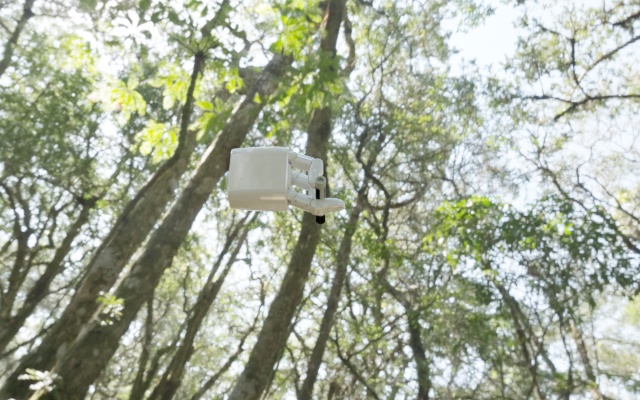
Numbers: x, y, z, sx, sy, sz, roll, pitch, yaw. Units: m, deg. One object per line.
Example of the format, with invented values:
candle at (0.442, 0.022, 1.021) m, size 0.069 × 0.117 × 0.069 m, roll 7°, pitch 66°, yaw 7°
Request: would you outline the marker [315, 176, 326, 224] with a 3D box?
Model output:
marker at (0.000, 0.003, 0.856) m, size 0.020 × 0.020 × 0.121 m, roll 0°, pitch -39°, yaw 0°
